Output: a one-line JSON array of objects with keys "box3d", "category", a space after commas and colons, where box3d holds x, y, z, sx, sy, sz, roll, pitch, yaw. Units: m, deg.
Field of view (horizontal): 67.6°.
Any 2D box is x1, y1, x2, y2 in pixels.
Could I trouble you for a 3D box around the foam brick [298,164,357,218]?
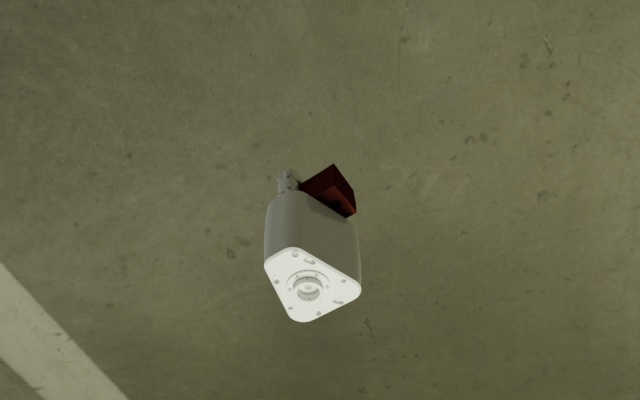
[{"box3d": [0.000, 0.002, 0.611, 0.078, 0.053, 0.051, -31, 30, 18], "category": "foam brick"}]
